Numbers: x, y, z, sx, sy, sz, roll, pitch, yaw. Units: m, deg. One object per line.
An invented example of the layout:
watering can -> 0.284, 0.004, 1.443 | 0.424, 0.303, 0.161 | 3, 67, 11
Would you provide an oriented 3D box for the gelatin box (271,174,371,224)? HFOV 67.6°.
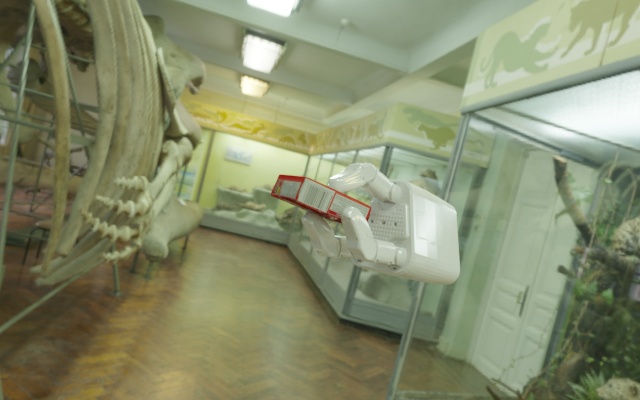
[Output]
gelatin box -> 0.000, 0.001, 0.521 | 0.089, 0.030, 0.073 | 24, -5, -27
